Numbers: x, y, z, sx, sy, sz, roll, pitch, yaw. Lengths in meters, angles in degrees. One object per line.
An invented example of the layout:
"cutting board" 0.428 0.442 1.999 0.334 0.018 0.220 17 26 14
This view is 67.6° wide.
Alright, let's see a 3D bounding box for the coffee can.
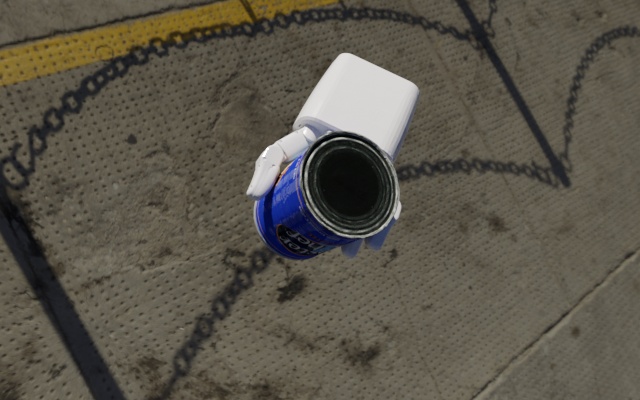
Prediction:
"coffee can" 0.000 0.002 0.493 0.103 0.102 0.140 0 -14 -25
